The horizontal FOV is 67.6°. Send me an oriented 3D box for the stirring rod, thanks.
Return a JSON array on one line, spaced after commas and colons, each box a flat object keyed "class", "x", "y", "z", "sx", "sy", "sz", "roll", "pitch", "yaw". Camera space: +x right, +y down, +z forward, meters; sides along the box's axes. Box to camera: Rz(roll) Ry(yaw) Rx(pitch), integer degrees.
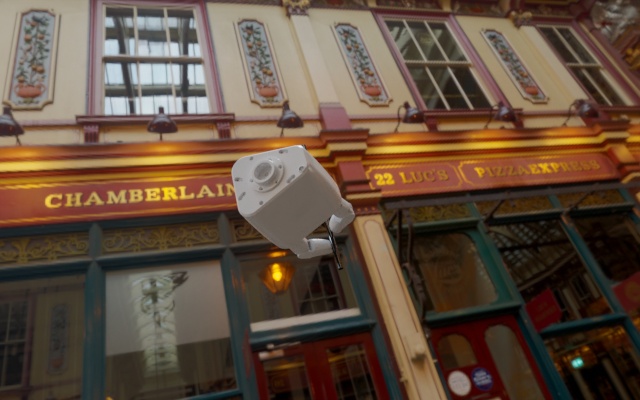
[{"class": "stirring rod", "x": 0.000, "y": 0.003, "z": 0.759, "sx": 0.011, "sy": 0.239, "sz": 0.011, "roll": -12, "pitch": -33, "yaw": -8}]
